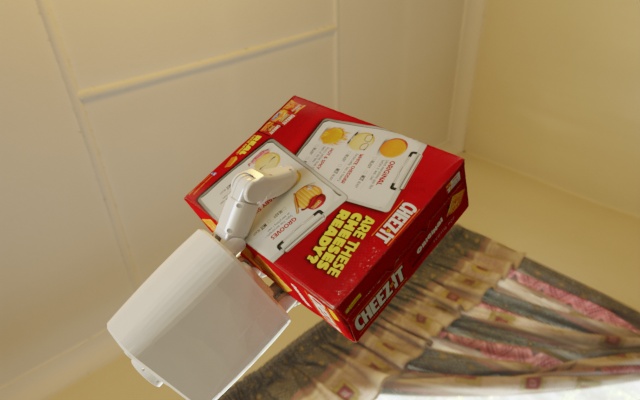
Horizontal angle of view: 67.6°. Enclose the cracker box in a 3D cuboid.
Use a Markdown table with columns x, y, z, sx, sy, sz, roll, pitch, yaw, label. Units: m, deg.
| x | y | z | sx | sy | sz | roll | pitch | yaw | label |
| --- | --- | --- | --- | --- | --- | --- | --- | --- | --- |
| 0.000 | 0.001 | 0.445 | 0.213 | 0.164 | 0.072 | 29 | -23 | 38 | cracker box |
